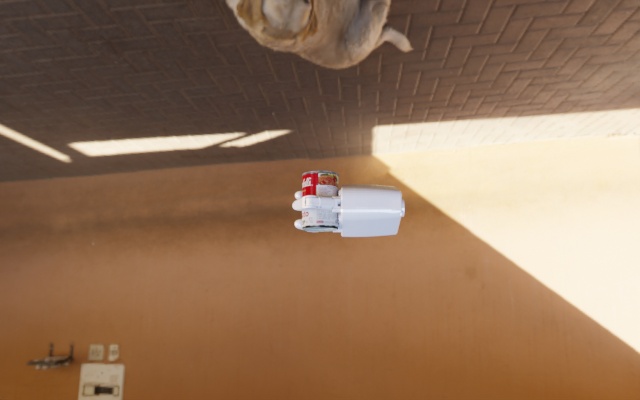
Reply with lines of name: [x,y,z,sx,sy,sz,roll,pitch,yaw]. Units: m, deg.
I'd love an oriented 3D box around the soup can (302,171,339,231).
soup can: [0.000,0.003,0.873,0.068,0.102,0.068,0,-10,0]
